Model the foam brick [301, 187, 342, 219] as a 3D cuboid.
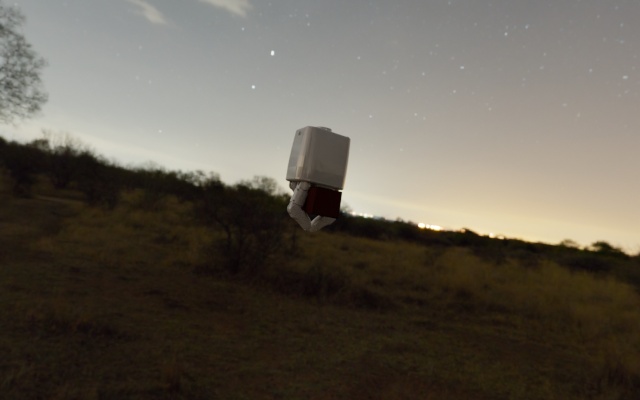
[{"bbox_3d":[0.000,0.003,0.899,0.053,0.051,0.078,12,-2,-21],"label":"foam brick"}]
